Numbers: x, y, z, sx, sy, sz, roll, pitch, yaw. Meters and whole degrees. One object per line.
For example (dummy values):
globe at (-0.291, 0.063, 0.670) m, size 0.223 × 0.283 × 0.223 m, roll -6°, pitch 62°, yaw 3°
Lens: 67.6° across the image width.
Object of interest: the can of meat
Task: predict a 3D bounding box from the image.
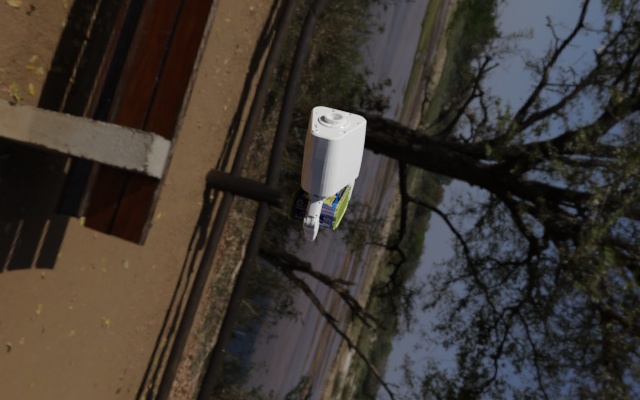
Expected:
can of meat at (0.000, 0.003, 0.847) m, size 0.084 × 0.057 × 0.102 m, roll 16°, pitch 32°, yaw 11°
